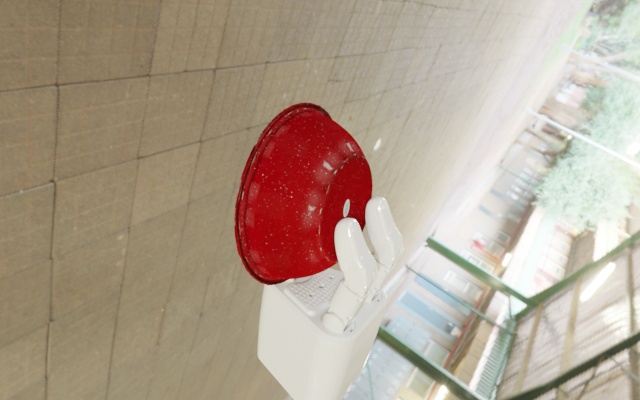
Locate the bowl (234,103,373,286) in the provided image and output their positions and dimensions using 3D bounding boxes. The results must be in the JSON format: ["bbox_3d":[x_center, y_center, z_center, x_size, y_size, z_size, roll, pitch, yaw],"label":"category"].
[{"bbox_3d":[0.000,0.000,0.404,0.055,0.162,0.162,15,7,28],"label":"bowl"}]
